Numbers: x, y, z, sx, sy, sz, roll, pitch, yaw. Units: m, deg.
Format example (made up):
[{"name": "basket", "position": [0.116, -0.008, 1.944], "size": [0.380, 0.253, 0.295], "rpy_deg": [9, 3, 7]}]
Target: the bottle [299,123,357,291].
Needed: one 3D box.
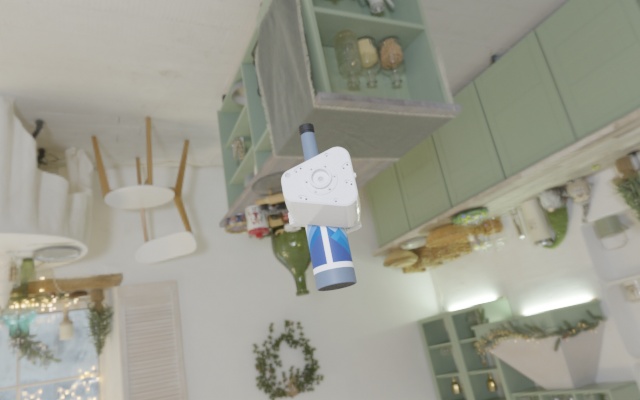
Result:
[{"name": "bottle", "position": [0.000, 0.003, 0.820], "size": [0.069, 0.295, 0.069], "rpy_deg": [-10, -19, -3]}]
